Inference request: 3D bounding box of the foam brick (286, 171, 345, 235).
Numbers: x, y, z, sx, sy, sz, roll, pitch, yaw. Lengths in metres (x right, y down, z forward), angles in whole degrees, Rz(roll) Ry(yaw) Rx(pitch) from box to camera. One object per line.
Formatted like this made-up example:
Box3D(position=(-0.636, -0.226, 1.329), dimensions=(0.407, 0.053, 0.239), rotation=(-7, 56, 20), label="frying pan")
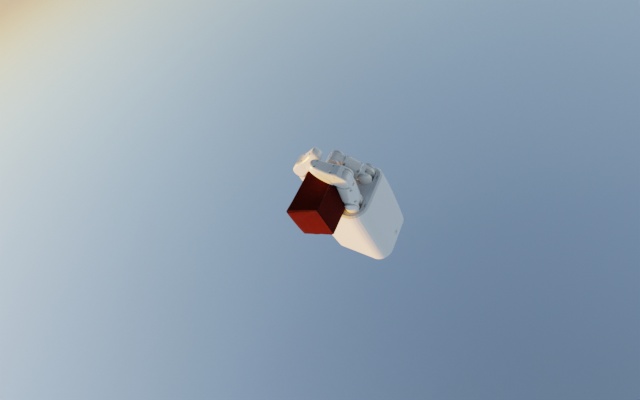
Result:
Box3D(position=(0.000, 0.002, 0.655), dimensions=(0.053, 0.078, 0.051), rotation=(0, -42, 35), label="foam brick")
